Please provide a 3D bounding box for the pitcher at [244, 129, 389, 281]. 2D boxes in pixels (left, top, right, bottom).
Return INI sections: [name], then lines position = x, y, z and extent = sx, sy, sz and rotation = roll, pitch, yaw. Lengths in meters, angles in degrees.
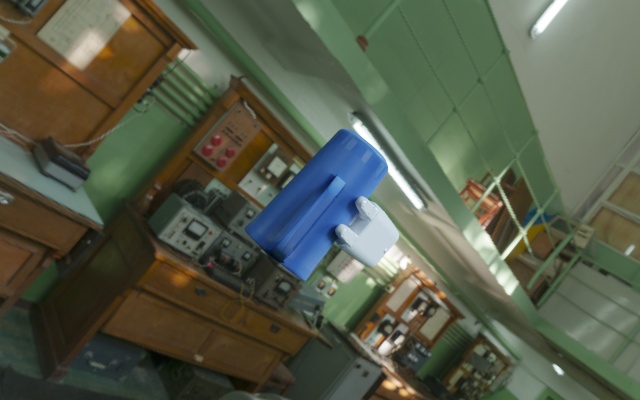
[pitcher]
position = 0.000, 0.003, 0.783
extent = 0.149, 0.243, 0.145
rotation = 38, -3, 44
